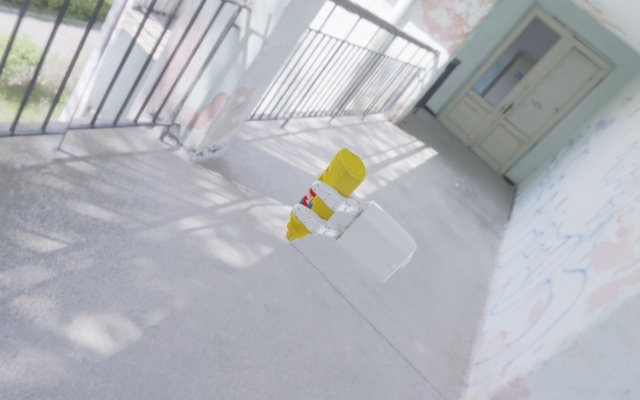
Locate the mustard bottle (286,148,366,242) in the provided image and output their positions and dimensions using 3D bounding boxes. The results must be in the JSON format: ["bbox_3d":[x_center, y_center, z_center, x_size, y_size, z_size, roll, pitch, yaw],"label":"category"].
[{"bbox_3d":[0.000,0.002,0.828,0.058,0.192,0.096,31,26,-19],"label":"mustard bottle"}]
